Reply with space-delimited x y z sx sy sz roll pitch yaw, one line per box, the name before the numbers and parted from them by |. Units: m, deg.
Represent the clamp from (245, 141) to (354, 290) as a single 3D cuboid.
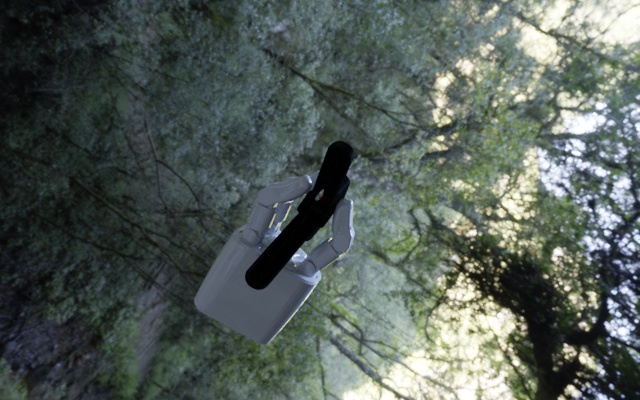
clamp | 0.001 0.002 0.529 0.036 0.164 0.210 36 17 6
